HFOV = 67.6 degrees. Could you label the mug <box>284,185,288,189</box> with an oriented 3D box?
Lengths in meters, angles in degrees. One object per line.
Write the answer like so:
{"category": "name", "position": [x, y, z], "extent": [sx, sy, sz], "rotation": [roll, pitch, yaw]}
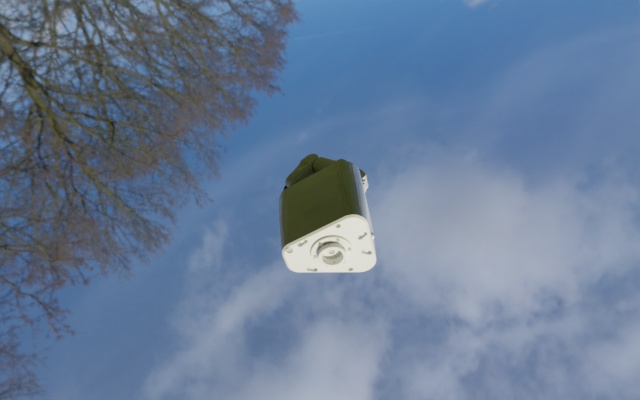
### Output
{"category": "mug", "position": [0.000, 0.002, 0.709], "extent": [0.093, 0.082, 0.117], "rotation": [-13, 37, 6]}
